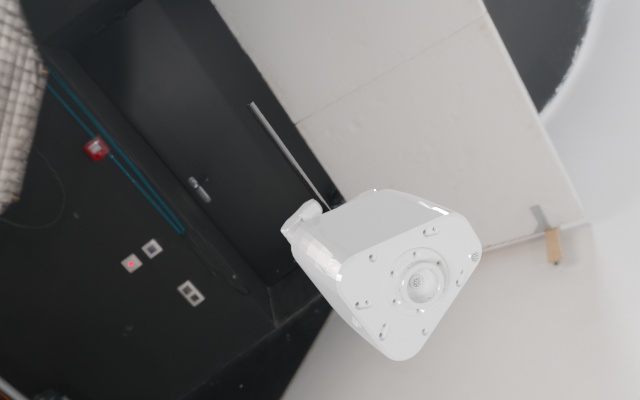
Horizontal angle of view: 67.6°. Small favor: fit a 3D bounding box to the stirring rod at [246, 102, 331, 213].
[{"bbox_3d":[0.000,0.002,0.488,0.011,0.239,0.011,-32,18,12],"label":"stirring rod"}]
